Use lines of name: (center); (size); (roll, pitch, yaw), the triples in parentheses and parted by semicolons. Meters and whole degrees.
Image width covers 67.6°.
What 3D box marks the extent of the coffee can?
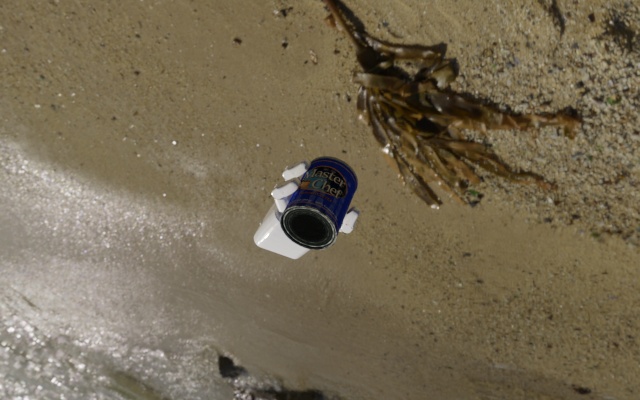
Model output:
coffee can: (0.000, 0.003, 0.850); (0.103, 0.103, 0.140); (0, 40, 24)
